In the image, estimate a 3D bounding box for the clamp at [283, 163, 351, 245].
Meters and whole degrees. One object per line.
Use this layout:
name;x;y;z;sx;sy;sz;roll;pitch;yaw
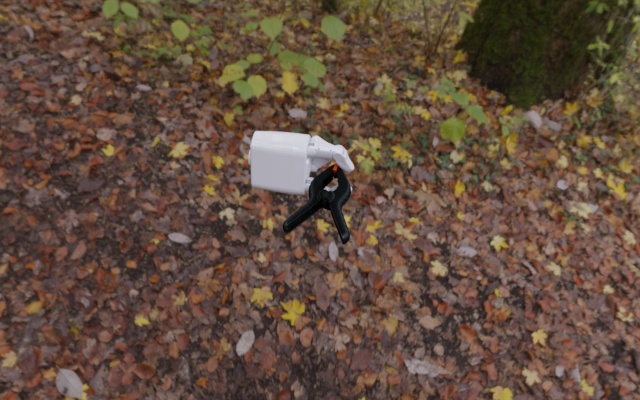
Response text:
clamp;0.000;0.002;0.872;0.120;0.171;0.039;7;-39;3
